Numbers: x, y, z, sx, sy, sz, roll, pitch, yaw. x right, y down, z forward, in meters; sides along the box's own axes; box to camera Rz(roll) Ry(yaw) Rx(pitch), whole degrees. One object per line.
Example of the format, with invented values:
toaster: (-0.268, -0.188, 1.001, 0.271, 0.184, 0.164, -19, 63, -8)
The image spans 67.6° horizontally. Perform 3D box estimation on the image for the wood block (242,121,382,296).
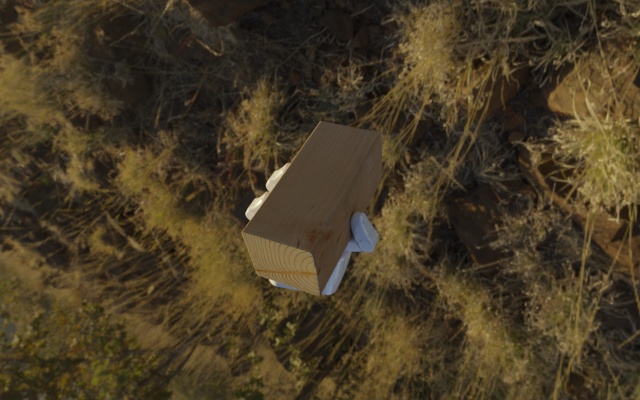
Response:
wood block: (0.000, 0.002, 0.602, 0.091, 0.206, 0.090, 15, -39, 21)
